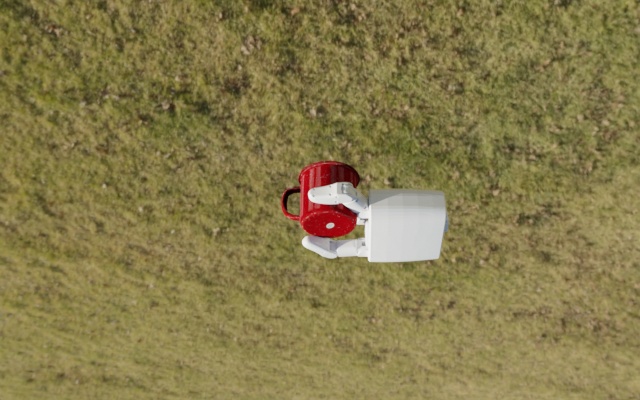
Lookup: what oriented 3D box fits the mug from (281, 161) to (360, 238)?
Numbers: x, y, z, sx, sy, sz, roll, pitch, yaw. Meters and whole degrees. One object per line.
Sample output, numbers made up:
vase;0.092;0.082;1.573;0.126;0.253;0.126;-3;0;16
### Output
mug;-0.001;0.002;0.696;0.117;0.081;0.093;-2;-32;5
